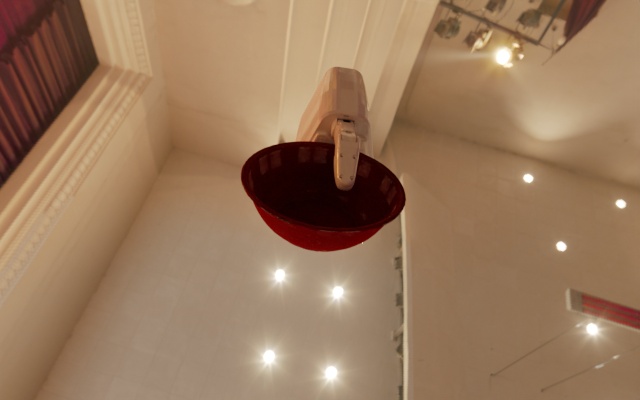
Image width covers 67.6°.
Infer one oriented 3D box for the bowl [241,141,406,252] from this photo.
[{"bbox_3d":[0.000,0.003,0.478,0.162,0.055,0.162,8,33,-5],"label":"bowl"}]
